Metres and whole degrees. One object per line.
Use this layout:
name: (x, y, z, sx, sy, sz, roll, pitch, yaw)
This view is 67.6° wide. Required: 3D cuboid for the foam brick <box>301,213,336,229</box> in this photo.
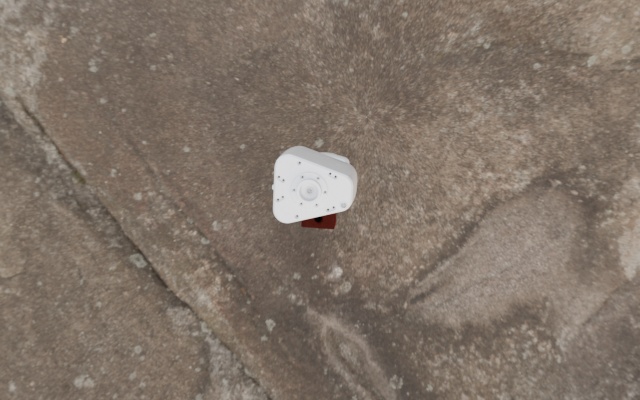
foam brick: (0.000, 0.003, 0.753, 0.053, 0.078, 0.051, 4, 11, 4)
